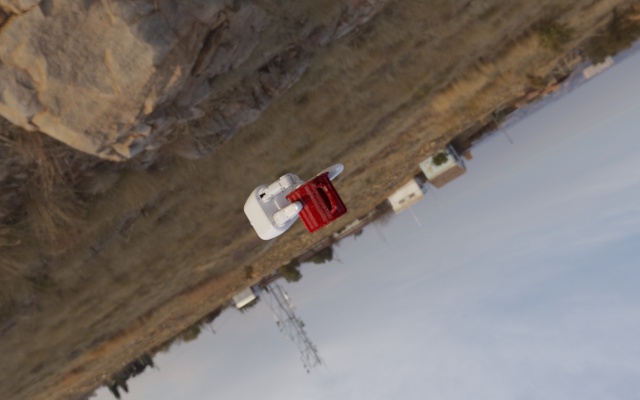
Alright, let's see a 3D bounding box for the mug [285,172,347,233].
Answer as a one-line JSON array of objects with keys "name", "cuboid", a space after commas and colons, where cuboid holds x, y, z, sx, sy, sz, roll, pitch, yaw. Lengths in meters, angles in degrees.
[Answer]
[{"name": "mug", "cuboid": [0.001, 0.003, 0.855, 0.093, 0.081, 0.117, -30, -2, -27]}]
